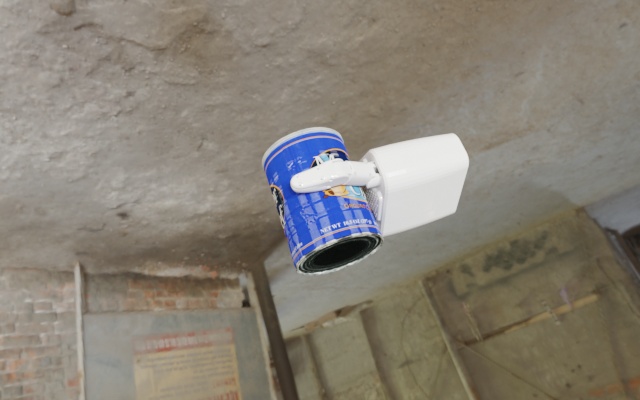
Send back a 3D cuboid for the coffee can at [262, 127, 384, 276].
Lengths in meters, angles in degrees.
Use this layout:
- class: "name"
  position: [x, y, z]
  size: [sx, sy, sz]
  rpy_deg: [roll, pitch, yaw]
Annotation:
- class: "coffee can"
  position: [0.000, 0.002, 0.552]
  size: [0.103, 0.140, 0.103]
  rpy_deg: [-17, -24, -8]
